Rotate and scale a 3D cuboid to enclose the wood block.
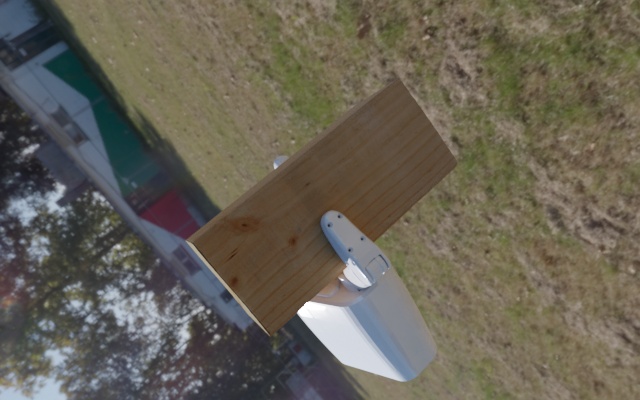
[{"bbox_3d":[0.000,0.002,0.401,0.206,0.090,0.091,-41,10,-16],"label":"wood block"}]
